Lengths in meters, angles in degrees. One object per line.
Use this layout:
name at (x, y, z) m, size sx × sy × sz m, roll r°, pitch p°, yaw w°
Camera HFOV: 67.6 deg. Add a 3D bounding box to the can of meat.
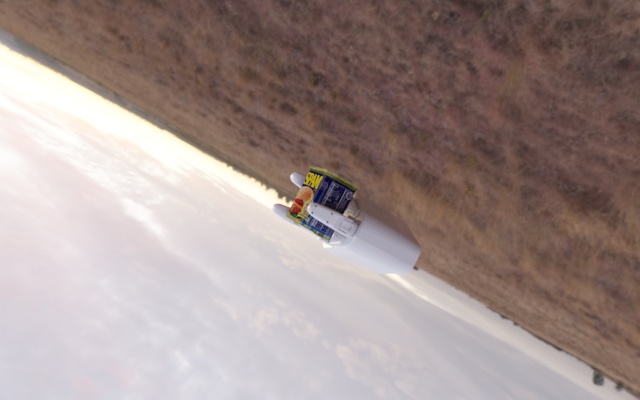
can of meat at (0.000, 0.002, 0.675) m, size 0.057 × 0.084 × 0.102 m, roll 28°, pitch -1°, yaw -20°
